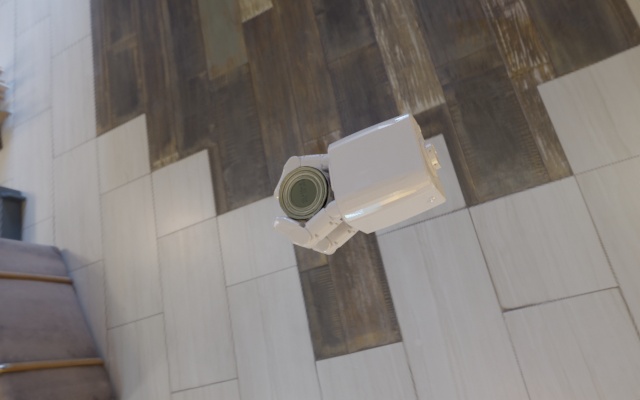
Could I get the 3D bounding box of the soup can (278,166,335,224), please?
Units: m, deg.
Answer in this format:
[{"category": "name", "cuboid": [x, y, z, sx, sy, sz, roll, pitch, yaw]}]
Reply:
[{"category": "soup can", "cuboid": [-0.001, 0.002, 0.603, 0.068, 0.068, 0.102, 0, -13, 26]}]
